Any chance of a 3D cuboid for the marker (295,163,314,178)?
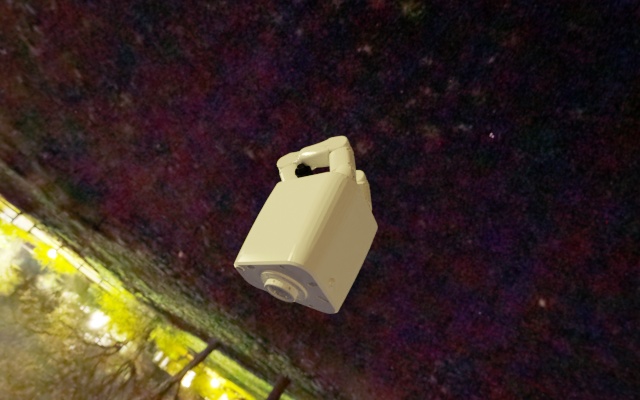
[{"bbox_3d":[0.000,0.002,0.554,0.020,0.020,0.121,0,-40,28],"label":"marker"}]
